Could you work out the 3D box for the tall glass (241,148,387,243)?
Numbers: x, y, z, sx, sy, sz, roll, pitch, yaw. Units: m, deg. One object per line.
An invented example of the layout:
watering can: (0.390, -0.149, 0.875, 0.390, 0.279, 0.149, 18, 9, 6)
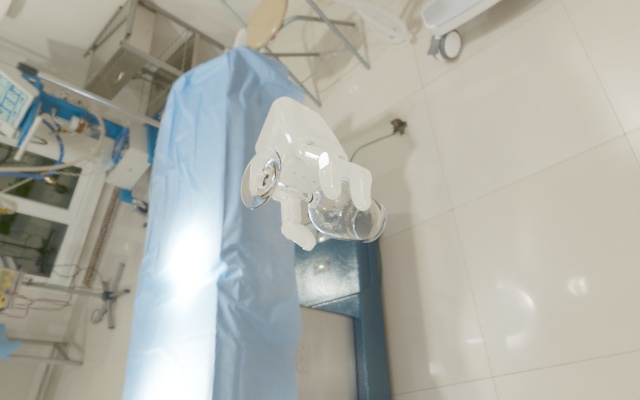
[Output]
tall glass: (0.000, 0.002, 0.617, 0.201, 0.079, 0.079, 22, -15, -40)
